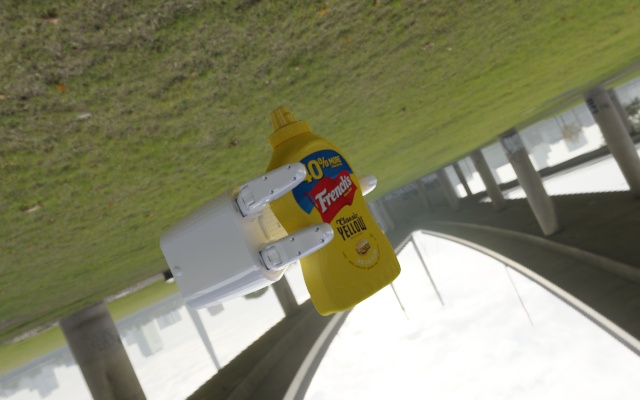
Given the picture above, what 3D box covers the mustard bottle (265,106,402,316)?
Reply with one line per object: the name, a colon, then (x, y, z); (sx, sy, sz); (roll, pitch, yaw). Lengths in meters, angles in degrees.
mustard bottle: (0.000, 0.002, 0.447); (0.096, 0.191, 0.058); (-23, -4, -39)
